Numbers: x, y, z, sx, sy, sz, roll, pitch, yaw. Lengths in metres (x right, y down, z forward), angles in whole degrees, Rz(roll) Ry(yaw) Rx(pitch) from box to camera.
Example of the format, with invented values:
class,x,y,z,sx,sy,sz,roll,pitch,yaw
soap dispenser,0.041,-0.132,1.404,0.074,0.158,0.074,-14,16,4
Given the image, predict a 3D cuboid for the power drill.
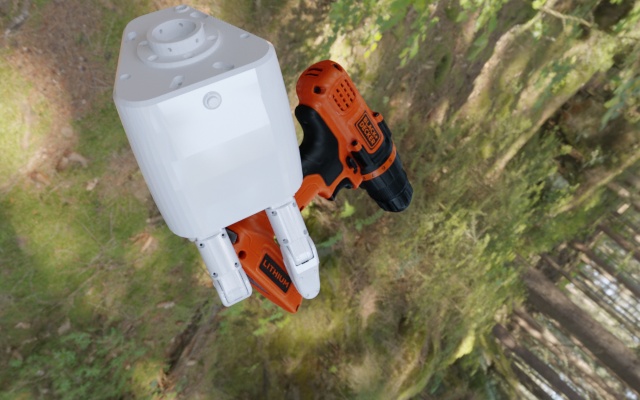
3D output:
class,x,y,z,sx,sy,sz,roll,pitch,yaw
power drill,0.000,0.002,0.426,0.057,0.187,0.184,16,-26,47
